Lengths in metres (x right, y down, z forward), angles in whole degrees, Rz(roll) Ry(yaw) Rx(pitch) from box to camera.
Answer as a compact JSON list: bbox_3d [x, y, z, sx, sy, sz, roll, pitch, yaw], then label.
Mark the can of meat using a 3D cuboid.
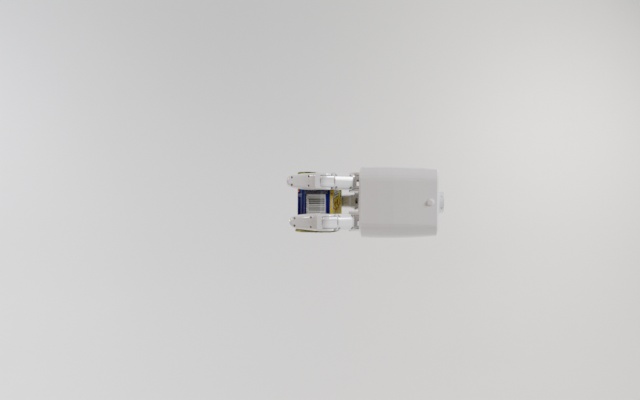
[{"bbox_3d":[0.000,0.002,0.697,0.057,0.084,0.102,1,0,13],"label":"can of meat"}]
